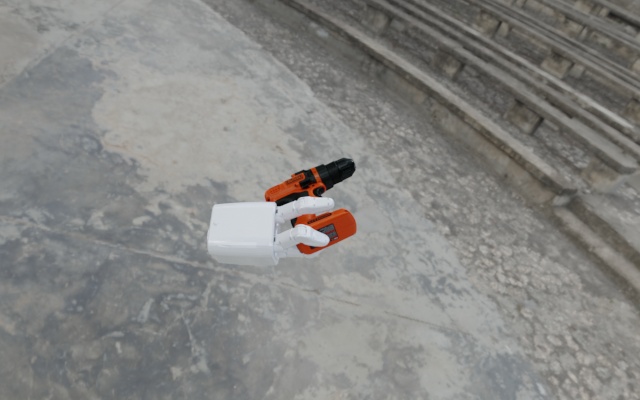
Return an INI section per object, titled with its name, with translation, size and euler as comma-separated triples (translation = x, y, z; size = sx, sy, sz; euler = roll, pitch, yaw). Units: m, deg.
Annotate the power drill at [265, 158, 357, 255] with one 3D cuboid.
[power drill]
translation = 0.000, 0.003, 0.854
size = 0.184, 0.057, 0.187
euler = -25, 34, -1
